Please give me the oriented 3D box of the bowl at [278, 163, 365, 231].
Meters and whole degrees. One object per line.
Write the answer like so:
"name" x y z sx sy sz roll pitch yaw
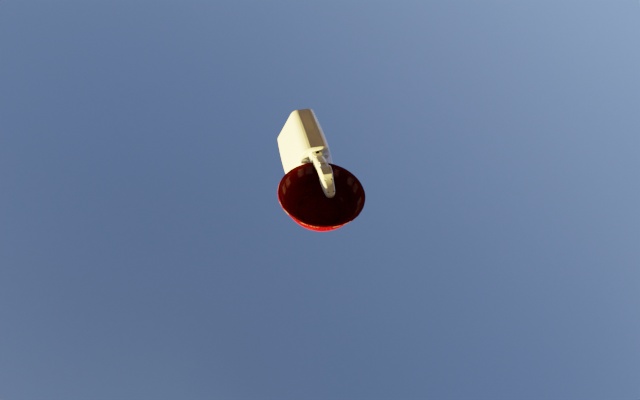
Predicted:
"bowl" 0.000 0.004 0.892 0.162 0.162 0.055 0 -41 -7
